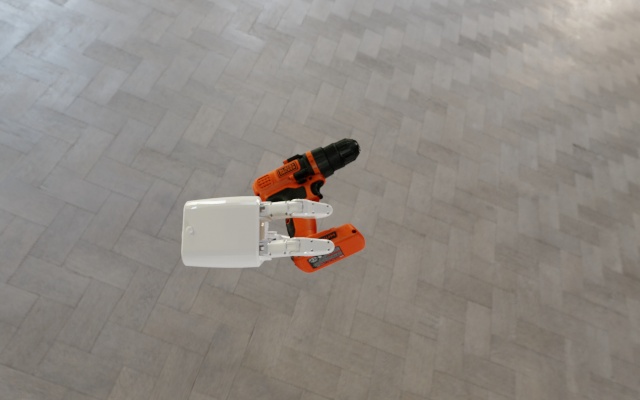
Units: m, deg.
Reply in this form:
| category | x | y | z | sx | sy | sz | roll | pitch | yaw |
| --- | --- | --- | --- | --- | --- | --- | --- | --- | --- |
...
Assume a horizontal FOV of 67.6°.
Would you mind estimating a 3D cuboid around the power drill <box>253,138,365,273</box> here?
| category | x | y | z | sx | sy | sz | roll | pitch | yaw |
| --- | --- | --- | --- | --- | --- | --- | --- | --- | --- |
| power drill | 0.000 | 0.003 | 0.727 | 0.184 | 0.187 | 0.057 | -26 | -37 | 5 |
